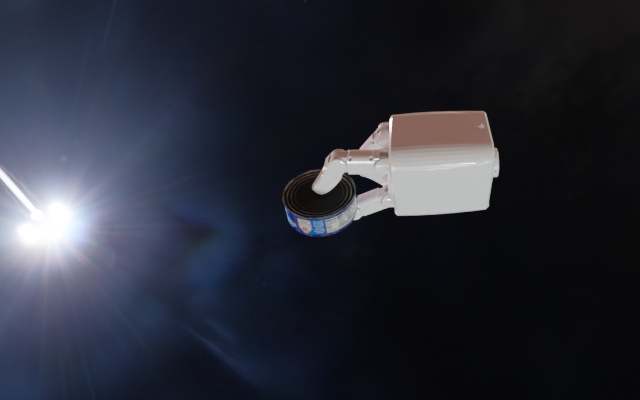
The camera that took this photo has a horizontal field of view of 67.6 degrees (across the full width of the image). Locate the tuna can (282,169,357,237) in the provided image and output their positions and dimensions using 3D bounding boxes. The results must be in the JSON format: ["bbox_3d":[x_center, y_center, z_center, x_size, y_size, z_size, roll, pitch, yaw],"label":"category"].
[{"bbox_3d":[0.000,0.002,0.563,0.086,0.034,0.086,-5,42,5],"label":"tuna can"}]
